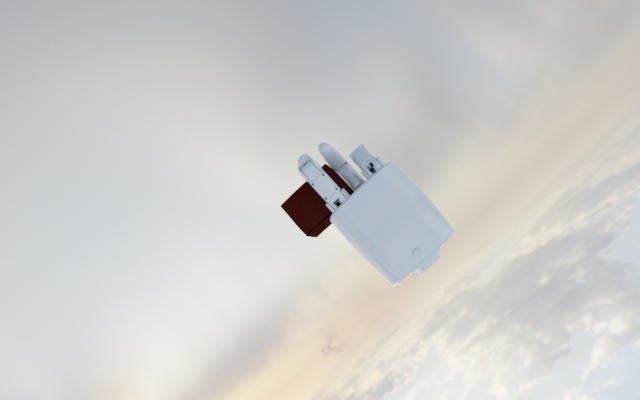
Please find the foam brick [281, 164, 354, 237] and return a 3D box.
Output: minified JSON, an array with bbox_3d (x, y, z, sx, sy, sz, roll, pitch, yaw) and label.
[{"bbox_3d":[0.000,0.002,0.585,0.078,0.051,0.053,-43,-12,6],"label":"foam brick"}]
